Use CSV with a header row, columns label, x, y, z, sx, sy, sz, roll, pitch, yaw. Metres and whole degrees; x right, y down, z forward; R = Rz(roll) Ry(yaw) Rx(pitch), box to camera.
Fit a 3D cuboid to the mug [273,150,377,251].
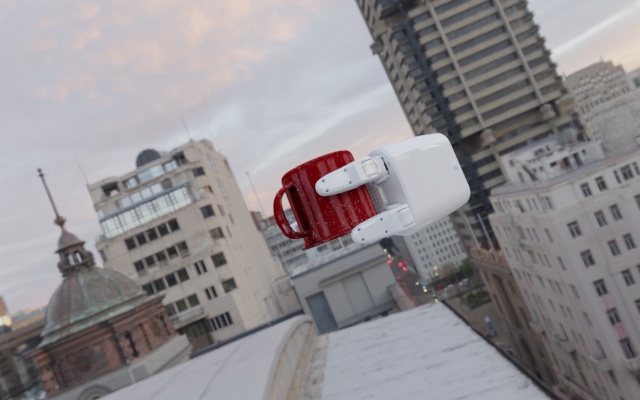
label,x,y,z,sx,sy,sz,roll,pitch,yaw
mug,-0.001,0.002,0.496,0.117,0.081,0.093,-19,-5,-37
